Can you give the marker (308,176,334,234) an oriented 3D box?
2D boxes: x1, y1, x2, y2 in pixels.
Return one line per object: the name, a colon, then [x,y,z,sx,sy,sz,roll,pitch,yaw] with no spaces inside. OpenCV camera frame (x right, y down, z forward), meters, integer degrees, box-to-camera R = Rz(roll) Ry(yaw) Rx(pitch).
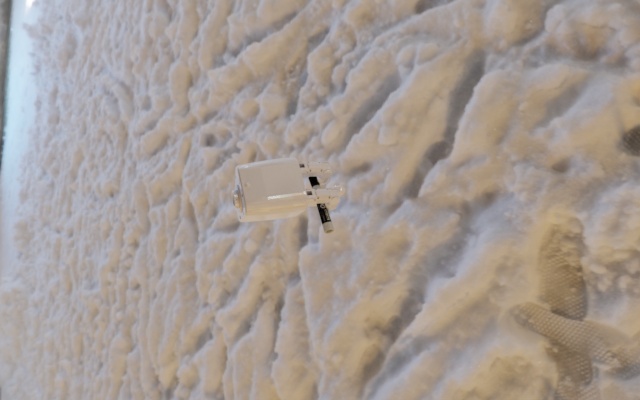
marker: [0.000,0.003,0.876,0.020,0.121,0.020,-14,-24,-6]
